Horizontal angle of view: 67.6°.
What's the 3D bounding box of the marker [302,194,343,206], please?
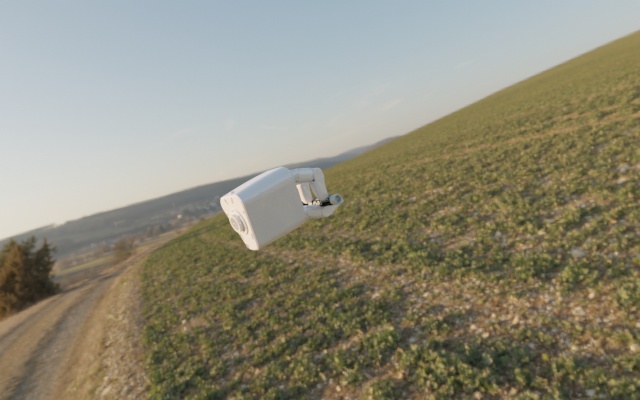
[{"bbox_3d":[0.000,0.003,0.891,0.020,0.020,0.121,0,-5,-32],"label":"marker"}]
